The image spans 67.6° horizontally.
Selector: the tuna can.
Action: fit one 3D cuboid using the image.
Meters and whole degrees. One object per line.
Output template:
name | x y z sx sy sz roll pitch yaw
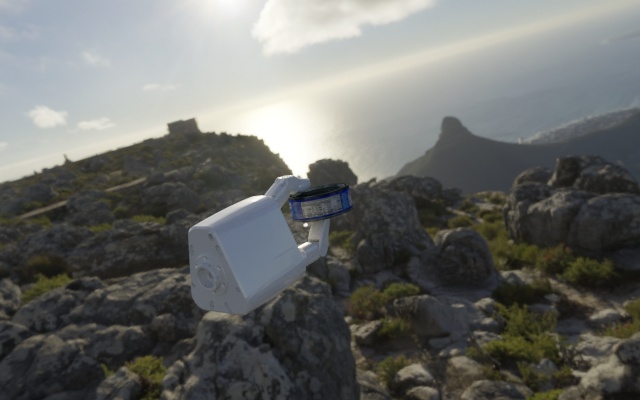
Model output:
tuna can | 0.000 0.002 0.650 0.086 0.034 0.086 -12 9 2
